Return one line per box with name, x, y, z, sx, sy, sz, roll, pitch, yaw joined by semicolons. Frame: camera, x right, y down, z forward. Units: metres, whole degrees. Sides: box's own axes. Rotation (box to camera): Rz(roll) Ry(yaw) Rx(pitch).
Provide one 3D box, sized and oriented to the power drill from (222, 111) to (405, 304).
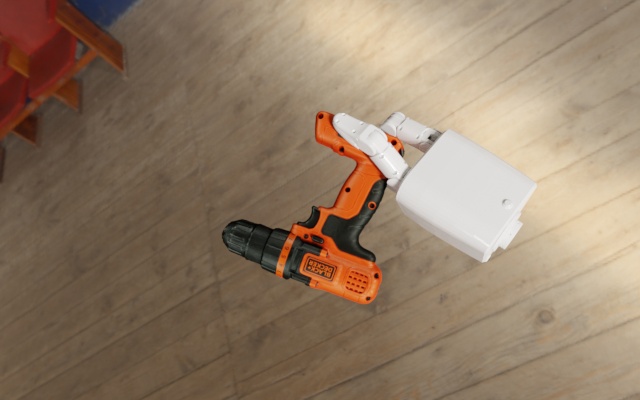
power drill;0.000;0.001;0.531;0.184;0.187;0.057;20;1;5
